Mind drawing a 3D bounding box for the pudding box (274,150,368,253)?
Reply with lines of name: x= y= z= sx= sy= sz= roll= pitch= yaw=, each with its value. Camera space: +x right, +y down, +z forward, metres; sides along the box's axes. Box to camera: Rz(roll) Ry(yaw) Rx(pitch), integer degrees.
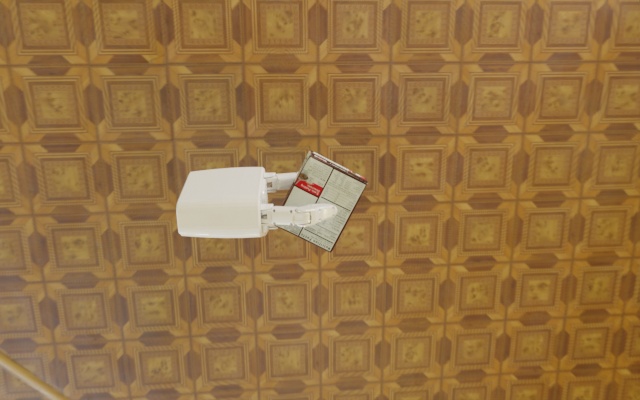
pudding box: x=0.000 y=0.002 z=0.649 sx=0.090 sy=0.113 sz=0.039 roll=26 pitch=13 yaw=-6
